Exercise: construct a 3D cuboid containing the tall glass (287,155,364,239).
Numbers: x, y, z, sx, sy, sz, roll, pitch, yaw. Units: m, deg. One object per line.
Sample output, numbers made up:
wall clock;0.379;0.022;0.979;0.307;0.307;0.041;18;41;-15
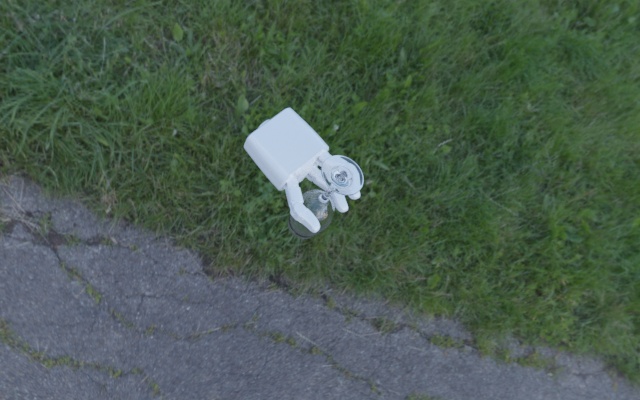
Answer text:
tall glass;0.000;0.003;0.849;0.079;0.079;0.201;0;-27;-23
